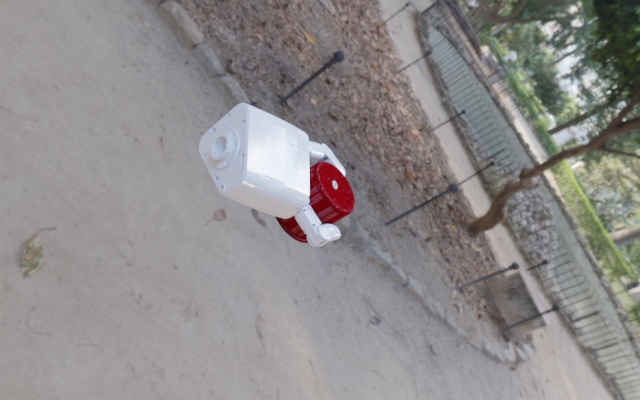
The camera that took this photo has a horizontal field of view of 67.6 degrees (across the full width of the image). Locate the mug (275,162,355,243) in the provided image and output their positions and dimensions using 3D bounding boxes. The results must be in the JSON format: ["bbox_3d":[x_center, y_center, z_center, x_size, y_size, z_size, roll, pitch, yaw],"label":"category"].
[{"bbox_3d":[0.001,0.002,0.666,0.081,0.093,0.117,-32,-31,29],"label":"mug"}]
